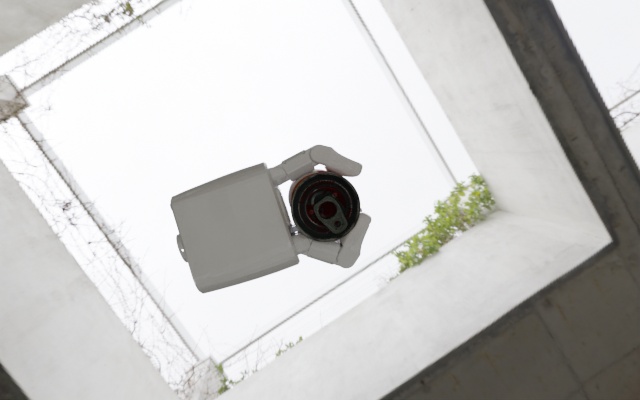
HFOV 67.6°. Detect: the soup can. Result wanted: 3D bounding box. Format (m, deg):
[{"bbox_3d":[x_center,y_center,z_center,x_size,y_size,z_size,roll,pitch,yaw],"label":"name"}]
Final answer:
[{"bbox_3d":[0.000,0.001,0.506,0.068,0.068,0.102,0,6,-6],"label":"soup can"}]
